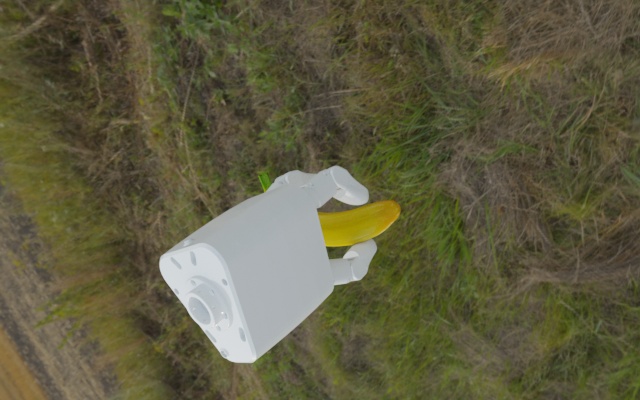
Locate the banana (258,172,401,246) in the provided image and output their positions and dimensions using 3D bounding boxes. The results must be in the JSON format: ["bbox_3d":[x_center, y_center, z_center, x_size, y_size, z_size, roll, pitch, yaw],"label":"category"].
[{"bbox_3d":[-0.001,0.018,0.533,0.198,0.070,0.037,13,28,36],"label":"banana"}]
